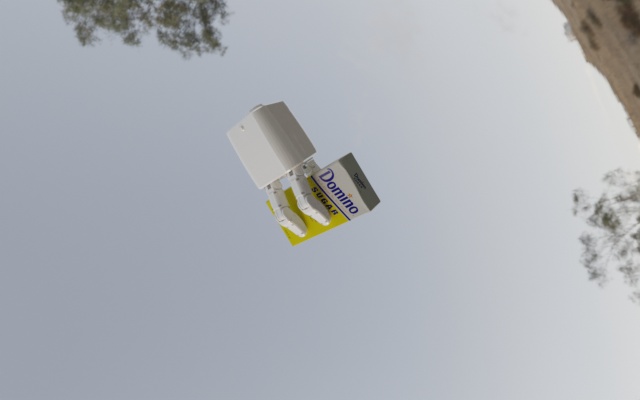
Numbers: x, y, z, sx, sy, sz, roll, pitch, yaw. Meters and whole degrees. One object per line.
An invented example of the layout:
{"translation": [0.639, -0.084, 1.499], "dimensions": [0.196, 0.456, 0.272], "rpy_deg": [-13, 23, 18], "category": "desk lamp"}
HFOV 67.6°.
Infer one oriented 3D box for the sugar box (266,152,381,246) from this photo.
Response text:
{"translation": [0.000, 0.003, 0.769], "dimensions": [0.176, 0.093, 0.048], "rpy_deg": [-28, 6, 41], "category": "sugar box"}
